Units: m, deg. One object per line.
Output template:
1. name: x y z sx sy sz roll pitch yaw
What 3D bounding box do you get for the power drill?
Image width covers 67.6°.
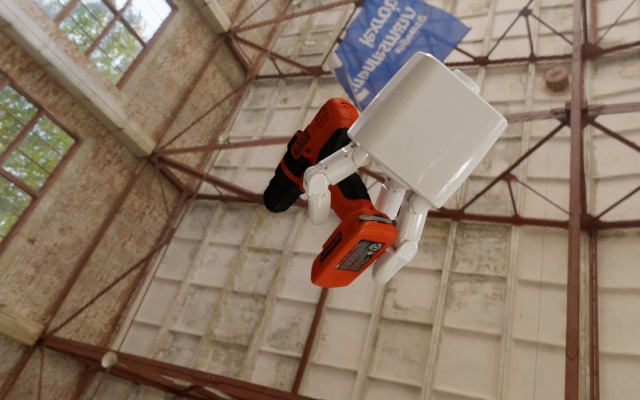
1. power drill: 0.000 0.002 0.548 0.057 0.187 0.184 8 -45 -35
